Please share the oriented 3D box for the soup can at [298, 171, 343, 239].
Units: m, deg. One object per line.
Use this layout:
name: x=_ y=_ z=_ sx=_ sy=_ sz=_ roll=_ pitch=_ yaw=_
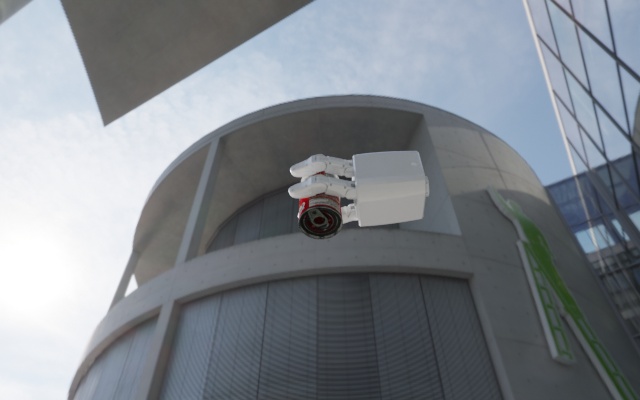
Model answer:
soup can: x=0.000 y=0.002 z=0.763 sx=0.068 sy=0.069 sz=0.102 roll=0 pitch=41 yaw=0
